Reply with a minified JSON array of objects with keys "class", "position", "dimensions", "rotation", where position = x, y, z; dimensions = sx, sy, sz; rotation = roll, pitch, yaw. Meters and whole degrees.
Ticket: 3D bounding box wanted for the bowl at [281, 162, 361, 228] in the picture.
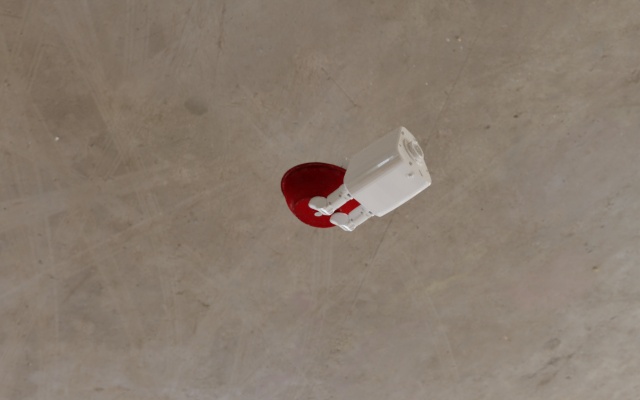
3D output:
[{"class":"bowl","position":[-0.001,0.004,0.881],"dimensions":[0.162,0.055,0.162],"rotation":[7,-37,6]}]
